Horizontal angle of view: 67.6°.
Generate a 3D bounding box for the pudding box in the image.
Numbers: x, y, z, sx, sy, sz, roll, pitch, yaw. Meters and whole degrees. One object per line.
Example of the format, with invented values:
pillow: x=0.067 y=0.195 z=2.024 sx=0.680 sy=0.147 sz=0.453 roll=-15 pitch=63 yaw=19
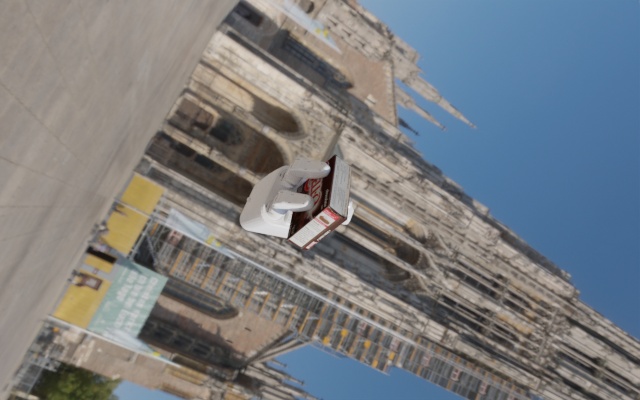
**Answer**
pudding box: x=0.000 y=0.002 z=0.664 sx=0.039 sy=0.113 sz=0.090 roll=32 pitch=-52 yaw=-23
